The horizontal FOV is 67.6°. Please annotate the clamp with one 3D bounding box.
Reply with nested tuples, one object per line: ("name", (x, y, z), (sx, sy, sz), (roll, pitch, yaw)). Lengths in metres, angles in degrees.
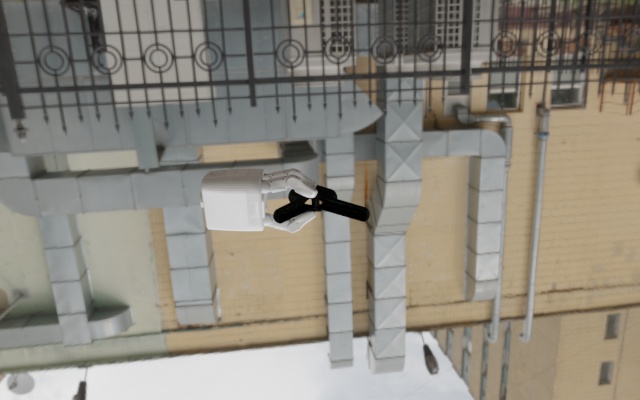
("clamp", (0.000, 0.004, 0.891), (0.164, 0.036, 0.210), (2, 15, -2))
